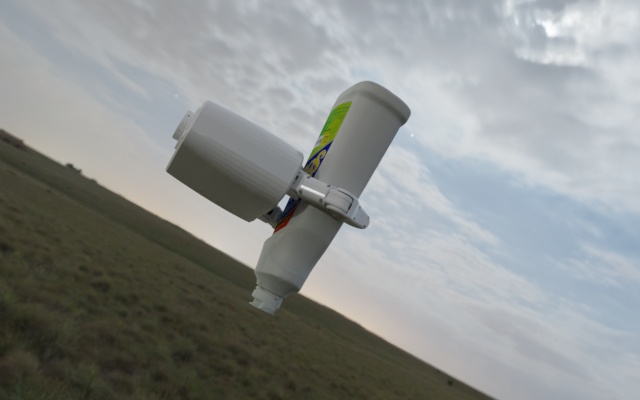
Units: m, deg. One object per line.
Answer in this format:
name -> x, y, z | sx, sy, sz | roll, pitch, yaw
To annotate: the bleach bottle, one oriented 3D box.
bleach bottle -> 0.000, 0.002, 0.501 | 0.068, 0.250, 0.102 | 31, -11, -17
